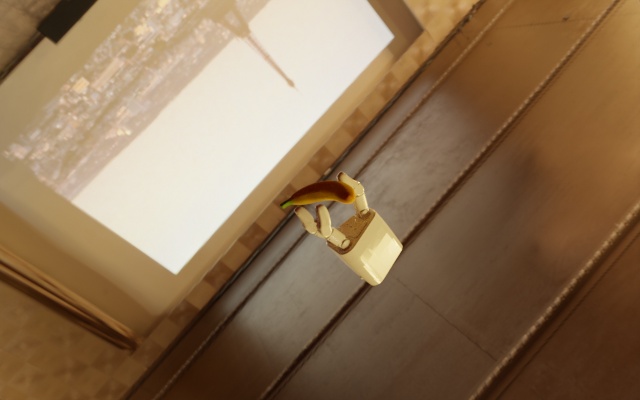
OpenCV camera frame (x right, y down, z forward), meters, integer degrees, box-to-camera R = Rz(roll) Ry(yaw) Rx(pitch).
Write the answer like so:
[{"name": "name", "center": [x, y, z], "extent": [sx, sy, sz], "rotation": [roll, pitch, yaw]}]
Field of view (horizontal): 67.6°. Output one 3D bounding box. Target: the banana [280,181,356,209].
[{"name": "banana", "center": [0.007, -0.010, 0.896], "extent": [0.198, 0.037, 0.069], "rotation": [-9, 37, 49]}]
